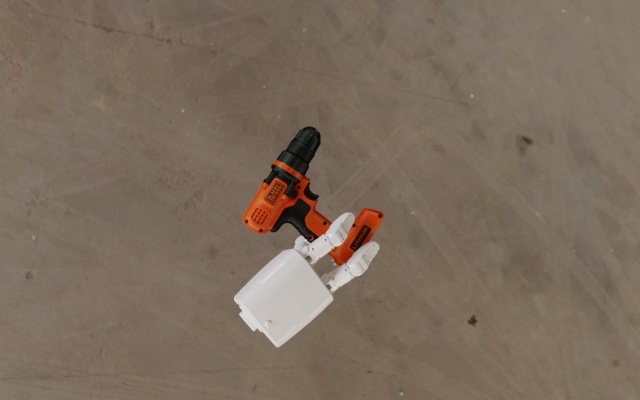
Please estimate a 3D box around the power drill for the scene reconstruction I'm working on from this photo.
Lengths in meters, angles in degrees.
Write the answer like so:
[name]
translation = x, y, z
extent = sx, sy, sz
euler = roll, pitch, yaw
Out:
[power drill]
translation = 0.000, 0.003, 0.738
extent = 0.187, 0.184, 0.057
euler = 32, -2, -2
